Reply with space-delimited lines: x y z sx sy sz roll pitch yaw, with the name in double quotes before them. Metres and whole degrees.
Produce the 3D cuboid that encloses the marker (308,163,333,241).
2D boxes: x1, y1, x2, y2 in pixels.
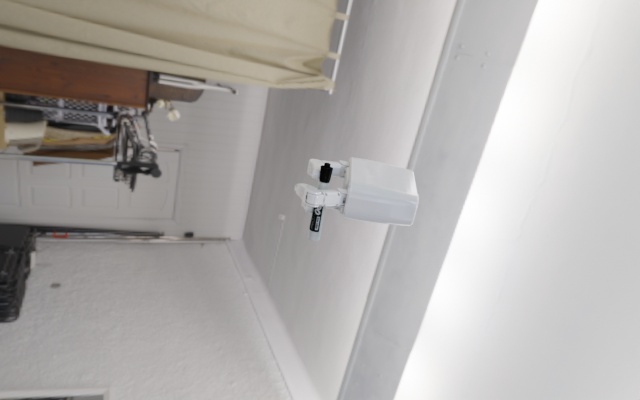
"marker" 0.000 0.002 0.715 0.020 0.121 0.020 10 17 -3
